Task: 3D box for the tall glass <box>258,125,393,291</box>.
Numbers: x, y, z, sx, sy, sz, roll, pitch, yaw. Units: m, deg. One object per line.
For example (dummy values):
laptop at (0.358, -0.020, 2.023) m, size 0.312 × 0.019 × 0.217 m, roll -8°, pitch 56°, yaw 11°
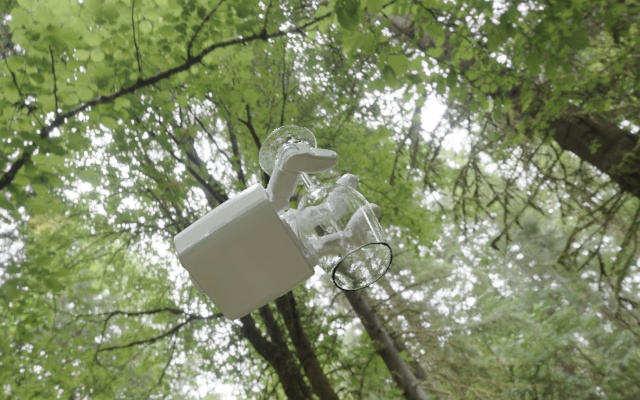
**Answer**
tall glass at (0.000, 0.001, 0.503) m, size 0.079 × 0.079 × 0.201 m, roll 0°, pitch 37°, yaw -30°
